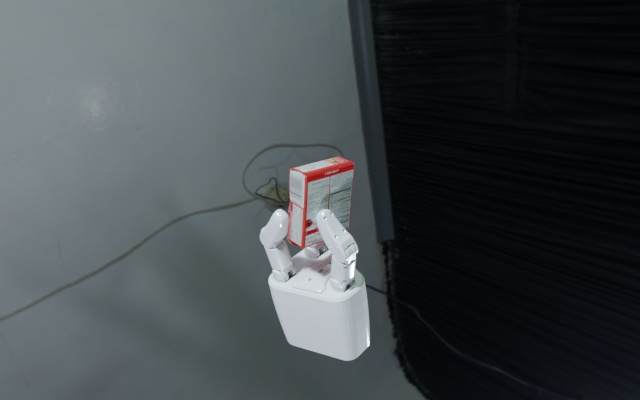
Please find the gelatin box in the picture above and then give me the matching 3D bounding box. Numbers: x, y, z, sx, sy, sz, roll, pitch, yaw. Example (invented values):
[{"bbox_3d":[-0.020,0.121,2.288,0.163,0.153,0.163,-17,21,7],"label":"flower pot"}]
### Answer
[{"bbox_3d":[0.000,0.002,0.530,0.073,0.089,0.030,-18,32,-39],"label":"gelatin box"}]
